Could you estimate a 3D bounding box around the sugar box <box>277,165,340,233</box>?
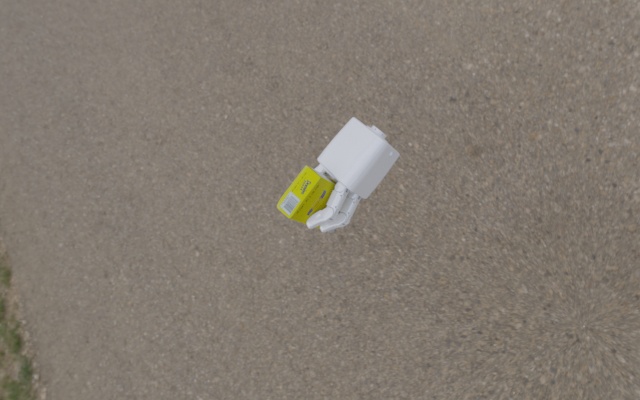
[{"bbox_3d":[0.001,0.003,0.894,0.048,0.093,0.176,43,10,30],"label":"sugar box"}]
